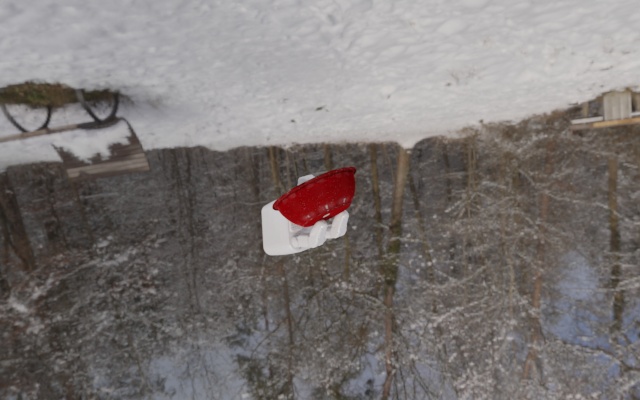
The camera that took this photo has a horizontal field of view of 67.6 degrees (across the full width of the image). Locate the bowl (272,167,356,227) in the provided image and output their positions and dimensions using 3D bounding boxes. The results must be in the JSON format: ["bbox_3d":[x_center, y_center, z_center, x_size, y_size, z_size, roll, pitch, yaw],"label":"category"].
[{"bbox_3d":[0.001,0.003,0.829,0.162,0.055,0.162,-24,-11,-5],"label":"bowl"}]
